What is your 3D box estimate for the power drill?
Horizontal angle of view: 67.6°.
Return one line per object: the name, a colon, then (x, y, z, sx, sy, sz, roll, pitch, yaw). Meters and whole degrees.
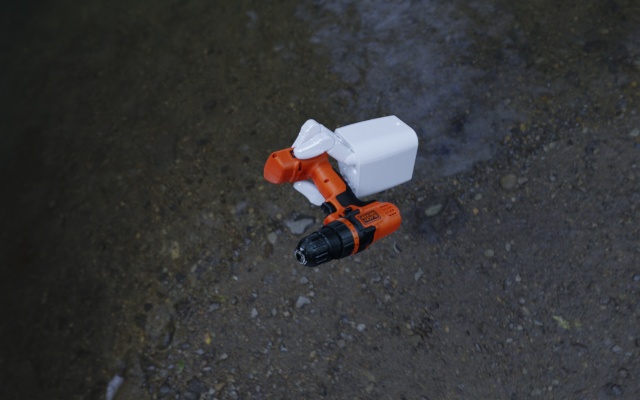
power drill: (0.000, 0.002, 0.684, 0.184, 0.057, 0.187, -18, 57, -39)
